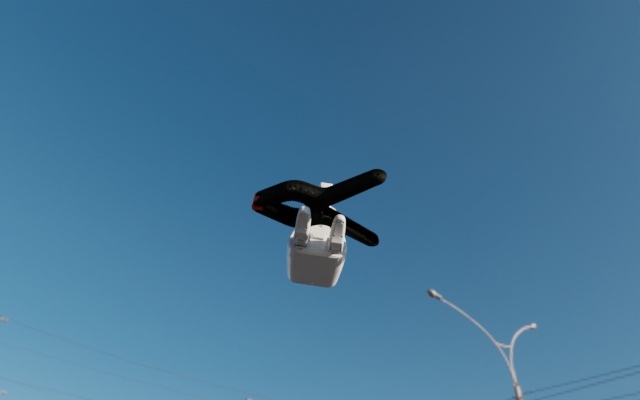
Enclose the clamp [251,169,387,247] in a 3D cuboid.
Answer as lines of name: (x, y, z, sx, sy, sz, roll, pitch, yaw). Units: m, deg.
clamp: (0.000, 0.002, 0.733, 0.210, 0.036, 0.165, 9, -43, 0)
